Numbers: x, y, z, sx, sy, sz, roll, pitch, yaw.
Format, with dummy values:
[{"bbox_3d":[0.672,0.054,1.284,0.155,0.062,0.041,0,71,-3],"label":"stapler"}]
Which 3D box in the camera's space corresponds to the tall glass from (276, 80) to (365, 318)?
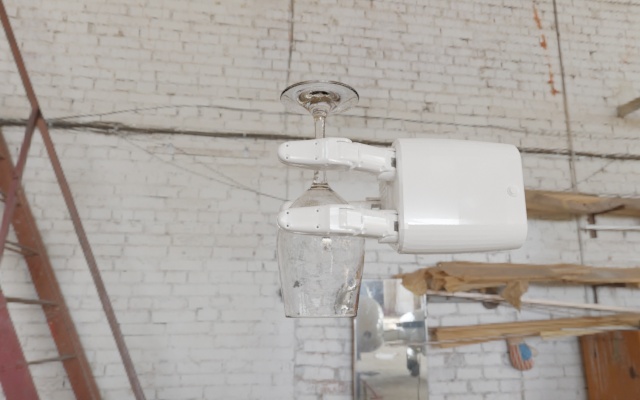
[{"bbox_3d":[0.000,0.001,0.425,0.079,0.201,0.079,0,-13,0],"label":"tall glass"}]
